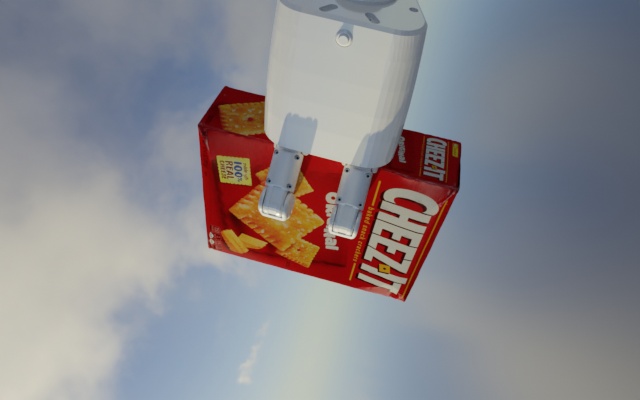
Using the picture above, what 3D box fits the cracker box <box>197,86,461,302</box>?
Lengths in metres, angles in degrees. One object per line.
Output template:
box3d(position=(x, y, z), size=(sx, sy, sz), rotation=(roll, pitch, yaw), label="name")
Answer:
box3d(position=(0.000, 0.001, 0.447), size=(0.213, 0.164, 0.072), rotation=(15, 46, 4), label="cracker box")
